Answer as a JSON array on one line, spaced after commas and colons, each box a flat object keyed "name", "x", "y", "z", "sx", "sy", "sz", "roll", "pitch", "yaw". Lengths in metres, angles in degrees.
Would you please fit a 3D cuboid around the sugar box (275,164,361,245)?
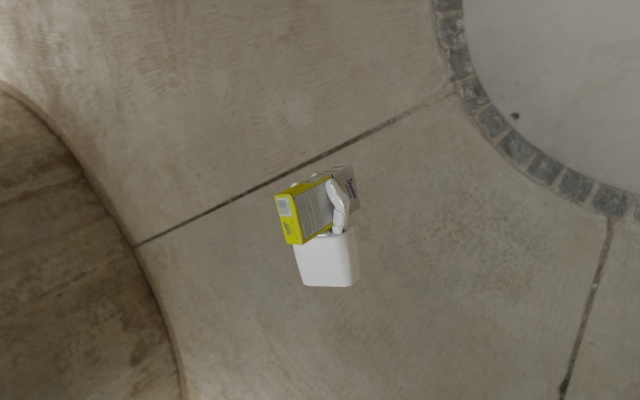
[{"name": "sugar box", "x": 0.000, "y": 0.003, "z": 0.869, "sx": 0.048, "sy": 0.093, "sz": 0.176, "roll": 1, "pitch": 21, "yaw": 39}]
